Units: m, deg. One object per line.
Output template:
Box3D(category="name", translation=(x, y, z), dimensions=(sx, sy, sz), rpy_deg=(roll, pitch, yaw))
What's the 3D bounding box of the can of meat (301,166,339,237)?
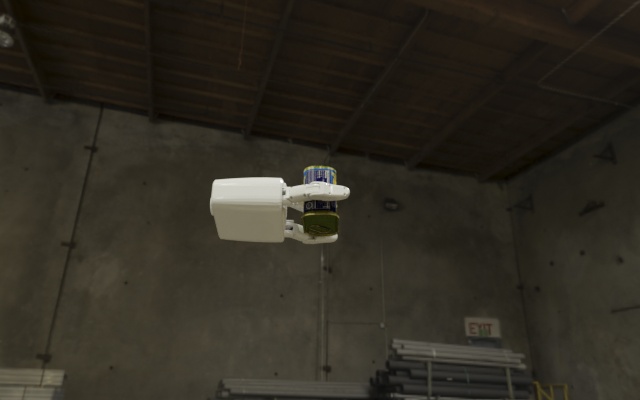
Box3D(category="can of meat", translation=(0.000, 0.002, 0.769), dimensions=(0.057, 0.084, 0.102), rpy_deg=(-1, -23, 1))
